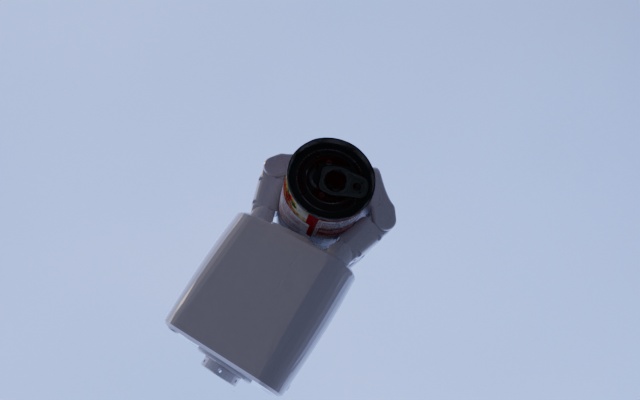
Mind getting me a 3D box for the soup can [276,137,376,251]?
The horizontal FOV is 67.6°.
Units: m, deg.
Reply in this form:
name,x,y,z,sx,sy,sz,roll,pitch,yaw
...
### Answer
name,x,y,z,sx,sy,sz,roll,pitch,yaw
soup can,0.000,0.001,0.401,0.068,0.068,0.102,0,-21,-10
